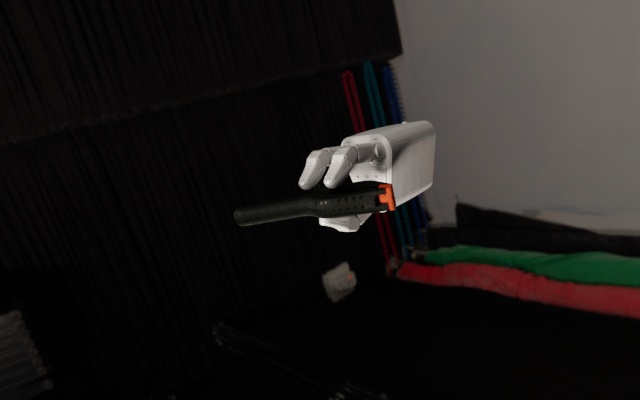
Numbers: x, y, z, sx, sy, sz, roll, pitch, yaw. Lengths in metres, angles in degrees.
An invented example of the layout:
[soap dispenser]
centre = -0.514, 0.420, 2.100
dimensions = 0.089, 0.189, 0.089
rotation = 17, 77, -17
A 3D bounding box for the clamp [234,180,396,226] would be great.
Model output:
[clamp]
centre = 0.001, 0.003, 0.604
dimensions = 0.164, 0.036, 0.210
rotation = -22, 14, -36
